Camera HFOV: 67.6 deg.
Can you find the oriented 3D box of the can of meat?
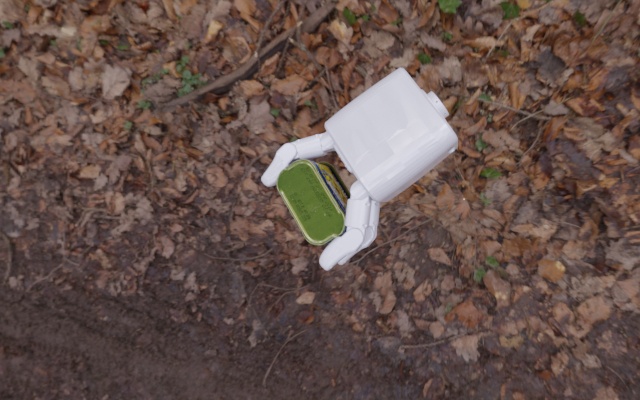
[{"bbox_3d":[0.000,0.002,0.560,0.057,0.102,0.084,-33,-9,14],"label":"can of meat"}]
